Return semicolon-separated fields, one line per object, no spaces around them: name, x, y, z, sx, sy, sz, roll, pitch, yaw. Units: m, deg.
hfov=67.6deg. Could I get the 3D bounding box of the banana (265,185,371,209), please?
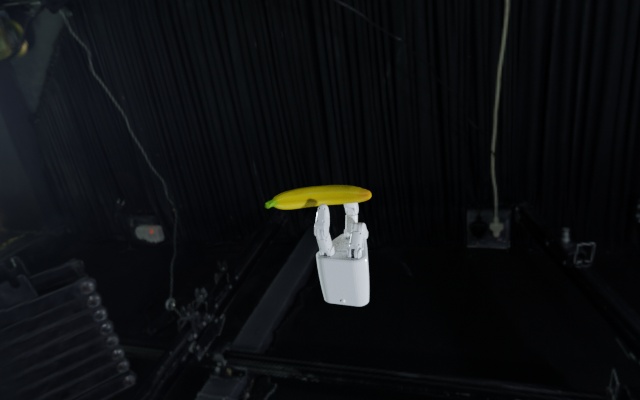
banana;-0.005;-0.004;0.908;0.198;0.037;0.069;-8;22;-1
